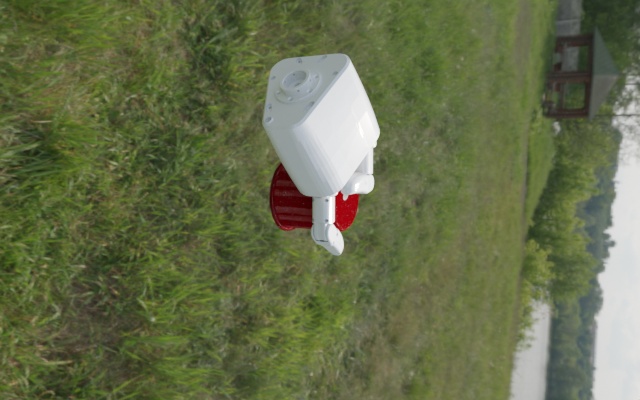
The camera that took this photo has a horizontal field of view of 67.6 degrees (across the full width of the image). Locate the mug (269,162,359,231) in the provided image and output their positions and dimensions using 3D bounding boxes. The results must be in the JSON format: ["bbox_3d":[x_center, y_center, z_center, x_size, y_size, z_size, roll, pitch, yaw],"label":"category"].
[{"bbox_3d":[0.001,0.003,0.599,0.081,0.093,0.117,4,-34,27],"label":"mug"}]
